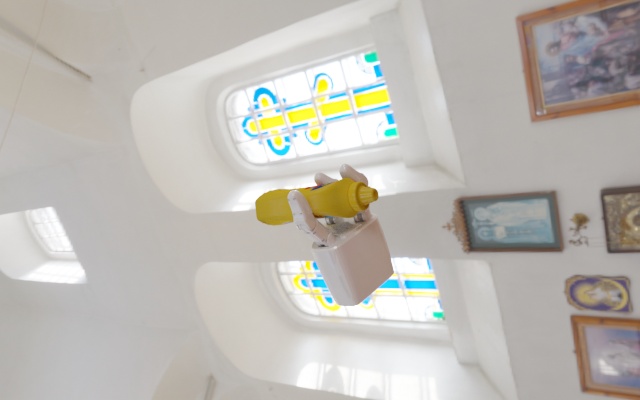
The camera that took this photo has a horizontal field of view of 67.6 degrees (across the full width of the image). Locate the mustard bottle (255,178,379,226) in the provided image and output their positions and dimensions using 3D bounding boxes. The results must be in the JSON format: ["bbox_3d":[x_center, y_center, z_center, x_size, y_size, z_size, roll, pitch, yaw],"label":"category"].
[{"bbox_3d":[0.000,0.002,0.712,0.191,0.058,0.096,-7,-2,37],"label":"mustard bottle"}]
